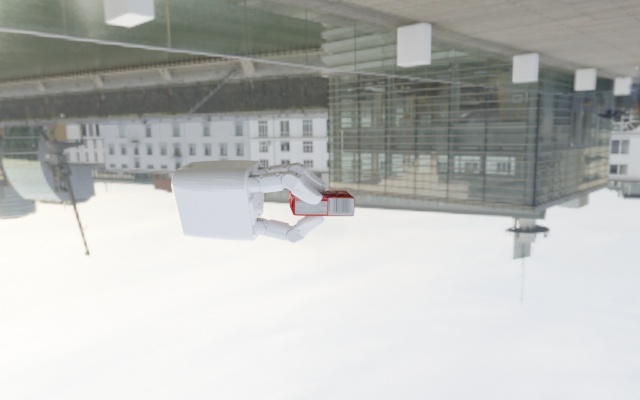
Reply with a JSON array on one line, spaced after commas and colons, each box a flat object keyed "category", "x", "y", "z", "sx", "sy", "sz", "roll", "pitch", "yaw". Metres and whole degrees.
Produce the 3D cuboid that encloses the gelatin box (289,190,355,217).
[{"category": "gelatin box", "x": 0.000, "y": 0.003, "z": 0.691, "sx": 0.089, "sy": 0.030, "sz": 0.073, "roll": 1, "pitch": 9, "yaw": -7}]
